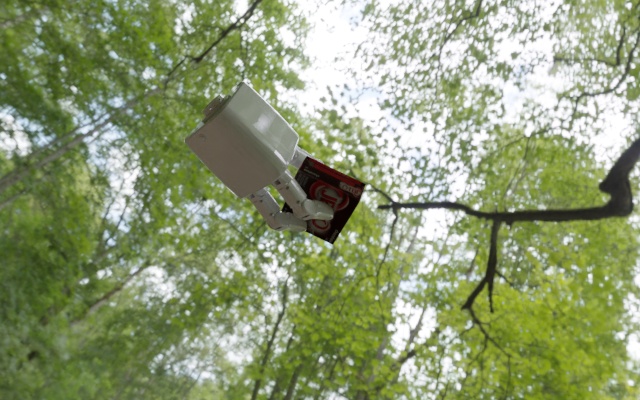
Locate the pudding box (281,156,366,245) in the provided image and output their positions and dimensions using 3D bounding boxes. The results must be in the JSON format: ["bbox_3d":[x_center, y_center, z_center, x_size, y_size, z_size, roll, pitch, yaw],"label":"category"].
[{"bbox_3d":[0.000,0.002,0.662,0.090,0.039,0.114,26,-40,0],"label":"pudding box"}]
